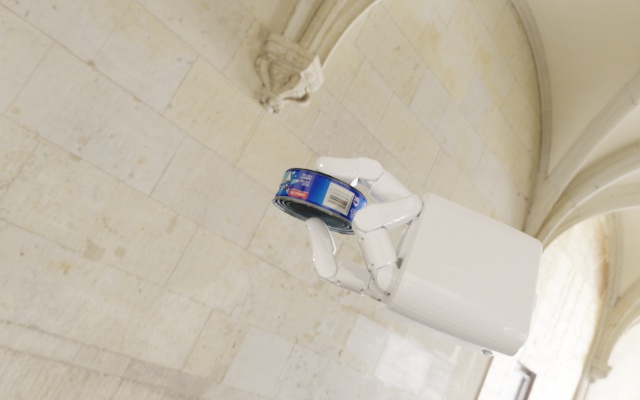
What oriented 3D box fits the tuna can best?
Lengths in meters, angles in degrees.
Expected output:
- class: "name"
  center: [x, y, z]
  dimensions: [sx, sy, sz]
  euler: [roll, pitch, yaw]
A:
- class: "tuna can"
  center: [0.000, 0.001, 0.454]
  dimensions: [0.086, 0.033, 0.086]
  euler: [20, -13, 5]
